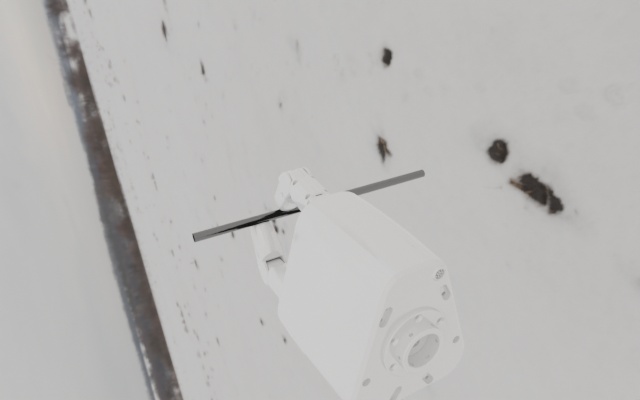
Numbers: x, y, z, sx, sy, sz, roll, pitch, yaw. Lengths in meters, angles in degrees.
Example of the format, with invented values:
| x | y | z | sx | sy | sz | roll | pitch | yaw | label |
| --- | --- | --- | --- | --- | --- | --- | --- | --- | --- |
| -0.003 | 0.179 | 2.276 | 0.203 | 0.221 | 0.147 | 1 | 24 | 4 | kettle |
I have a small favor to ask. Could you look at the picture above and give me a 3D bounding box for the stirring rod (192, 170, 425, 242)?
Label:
| x | y | z | sx | sy | sz | roll | pitch | yaw | label |
| --- | --- | --- | --- | --- | --- | --- | --- | --- | --- |
| 0.000 | 0.001 | 0.447 | 0.239 | 0.011 | 0.011 | -16 | 6 | -24 | stirring rod |
